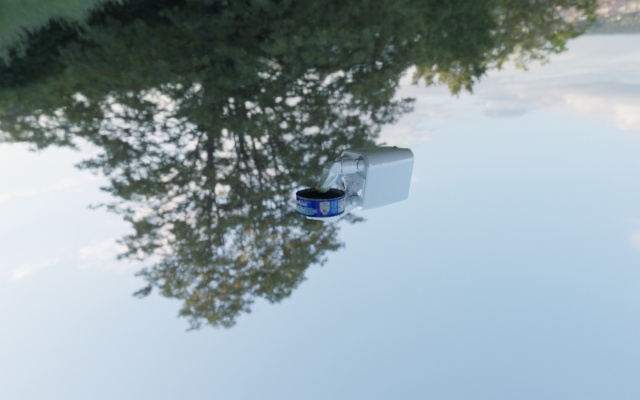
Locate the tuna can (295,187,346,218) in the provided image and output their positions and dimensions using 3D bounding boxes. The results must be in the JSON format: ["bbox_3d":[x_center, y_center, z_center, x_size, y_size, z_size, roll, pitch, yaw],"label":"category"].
[{"bbox_3d":[0.000,0.003,0.818,0.086,0.034,0.086,0,14,0],"label":"tuna can"}]
